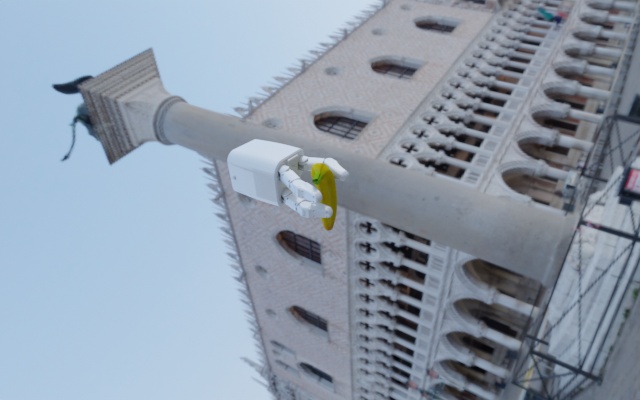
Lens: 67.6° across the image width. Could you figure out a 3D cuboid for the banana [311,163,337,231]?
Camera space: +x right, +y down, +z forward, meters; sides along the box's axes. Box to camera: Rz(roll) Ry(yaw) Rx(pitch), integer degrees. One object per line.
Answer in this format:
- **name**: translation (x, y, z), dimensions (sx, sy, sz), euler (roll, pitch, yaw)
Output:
- **banana**: translation (0.006, -0.015, 0.884), dimensions (0.037, 0.069, 0.198), euler (12, -26, 17)
